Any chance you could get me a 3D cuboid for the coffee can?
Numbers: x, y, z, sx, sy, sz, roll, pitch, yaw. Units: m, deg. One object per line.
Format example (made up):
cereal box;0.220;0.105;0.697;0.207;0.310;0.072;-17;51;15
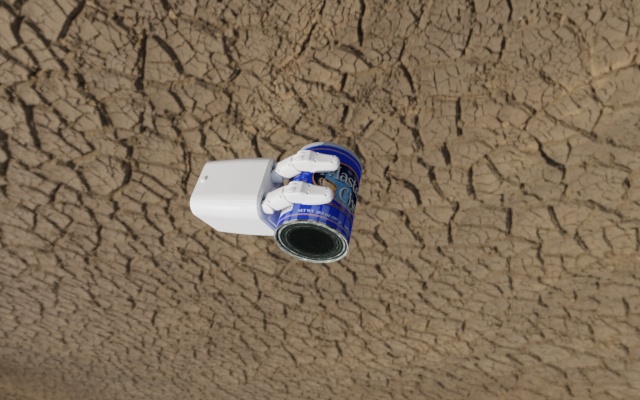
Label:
coffee can;0.000;0.002;0.677;0.103;0.140;0.103;8;-36;6
